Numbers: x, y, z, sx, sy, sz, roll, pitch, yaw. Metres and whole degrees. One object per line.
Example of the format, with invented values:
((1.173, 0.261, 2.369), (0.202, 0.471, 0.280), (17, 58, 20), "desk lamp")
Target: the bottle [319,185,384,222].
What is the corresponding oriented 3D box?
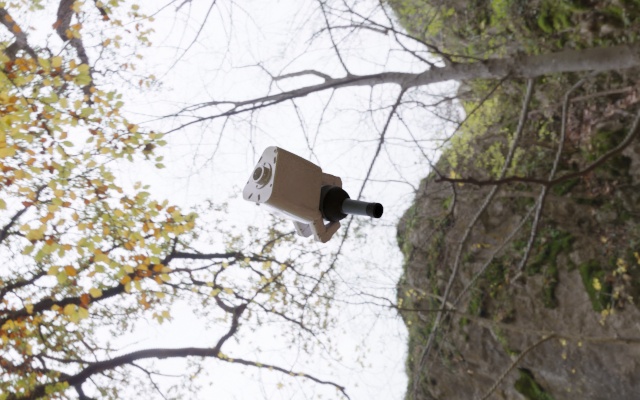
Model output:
((0.000, 0.003, 0.897), (0.069, 0.069, 0.295), (0, 5, -41), "bottle")
